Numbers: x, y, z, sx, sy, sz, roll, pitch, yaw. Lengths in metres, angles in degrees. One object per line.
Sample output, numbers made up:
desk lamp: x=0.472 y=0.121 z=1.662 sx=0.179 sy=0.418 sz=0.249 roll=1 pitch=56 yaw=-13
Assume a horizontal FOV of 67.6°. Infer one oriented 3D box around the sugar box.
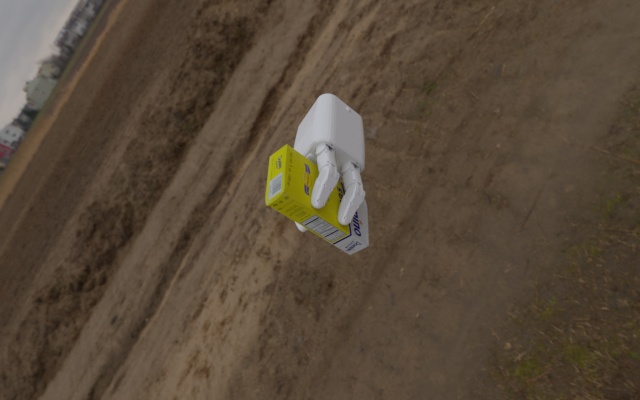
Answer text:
sugar box: x=0.000 y=0.002 z=0.706 sx=0.176 sy=0.093 sz=0.048 roll=30 pitch=-47 yaw=-32
